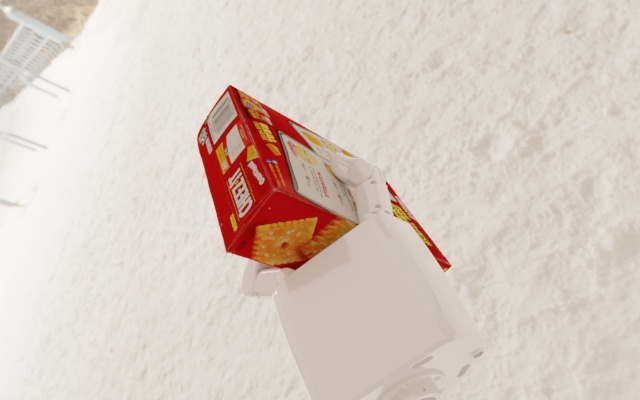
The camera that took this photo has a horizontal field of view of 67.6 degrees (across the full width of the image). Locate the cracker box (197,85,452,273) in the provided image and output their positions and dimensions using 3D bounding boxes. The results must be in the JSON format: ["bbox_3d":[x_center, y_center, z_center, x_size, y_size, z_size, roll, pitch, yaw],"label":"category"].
[{"bbox_3d":[0.000,0.001,0.446,0.214,0.072,0.164,25,24,-38],"label":"cracker box"}]
